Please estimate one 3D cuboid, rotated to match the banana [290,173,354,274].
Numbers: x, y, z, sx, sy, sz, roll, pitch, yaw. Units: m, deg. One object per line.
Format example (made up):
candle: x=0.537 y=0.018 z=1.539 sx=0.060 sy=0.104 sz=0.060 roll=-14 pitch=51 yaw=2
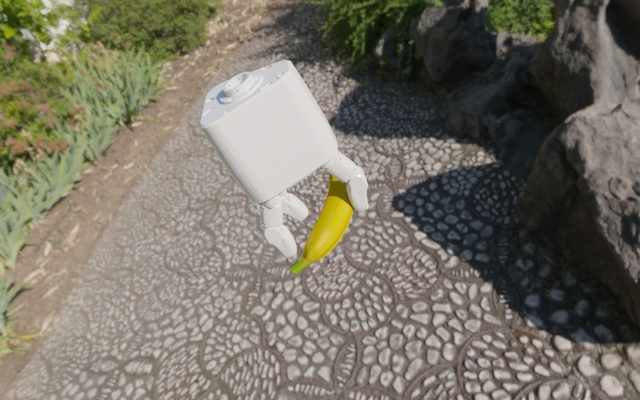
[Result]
banana: x=0.014 y=0.002 z=0.607 sx=0.069 sy=0.197 sz=0.037 roll=-9 pitch=-47 yaw=34
